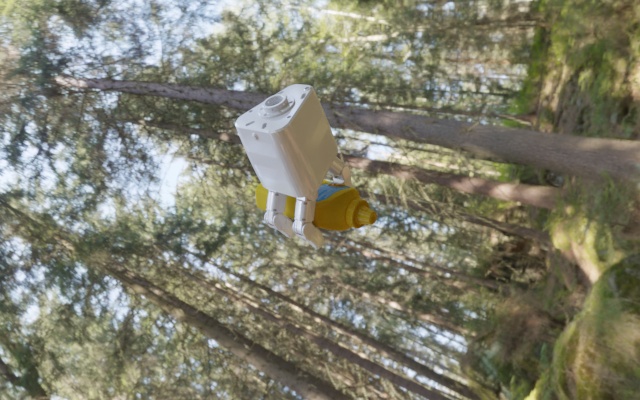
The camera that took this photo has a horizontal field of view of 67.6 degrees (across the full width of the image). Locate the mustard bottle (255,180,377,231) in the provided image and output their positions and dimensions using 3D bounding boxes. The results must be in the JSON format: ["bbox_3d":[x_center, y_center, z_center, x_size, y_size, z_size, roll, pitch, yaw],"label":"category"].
[{"bbox_3d":[0.000,0.003,0.701,0.191,0.058,0.096,16,27,39],"label":"mustard bottle"}]
